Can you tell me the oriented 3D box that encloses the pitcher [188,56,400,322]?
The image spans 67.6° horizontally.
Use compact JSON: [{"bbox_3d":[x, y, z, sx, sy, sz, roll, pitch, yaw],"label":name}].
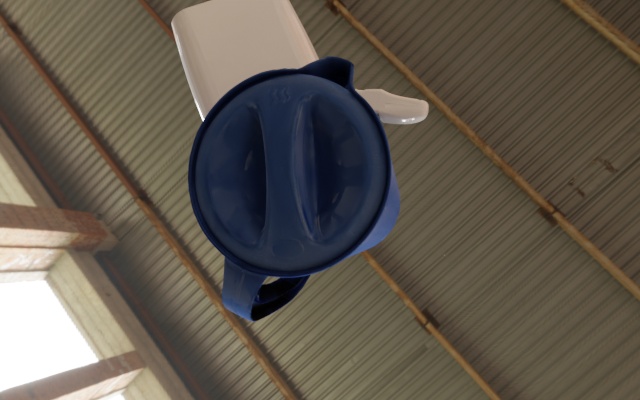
[{"bbox_3d":[0.000,0.001,0.407,0.149,0.145,0.243,-24,-11,11],"label":"pitcher"}]
